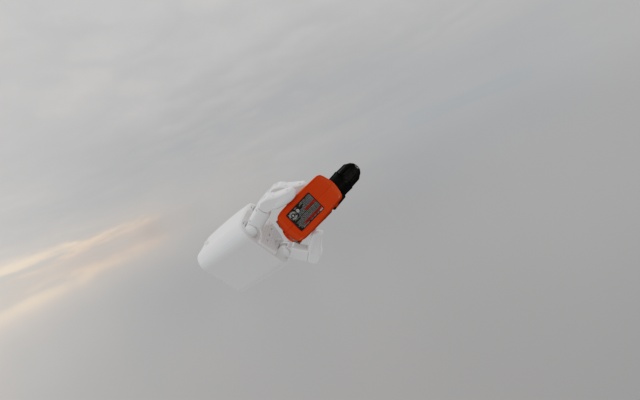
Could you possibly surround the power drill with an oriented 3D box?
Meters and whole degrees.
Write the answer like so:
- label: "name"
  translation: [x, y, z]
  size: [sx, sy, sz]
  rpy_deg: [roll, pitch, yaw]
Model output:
- label: "power drill"
  translation: [0.000, 0.003, 0.805]
  size: [0.057, 0.184, 0.187]
  rpy_deg: [42, 2, 5]
